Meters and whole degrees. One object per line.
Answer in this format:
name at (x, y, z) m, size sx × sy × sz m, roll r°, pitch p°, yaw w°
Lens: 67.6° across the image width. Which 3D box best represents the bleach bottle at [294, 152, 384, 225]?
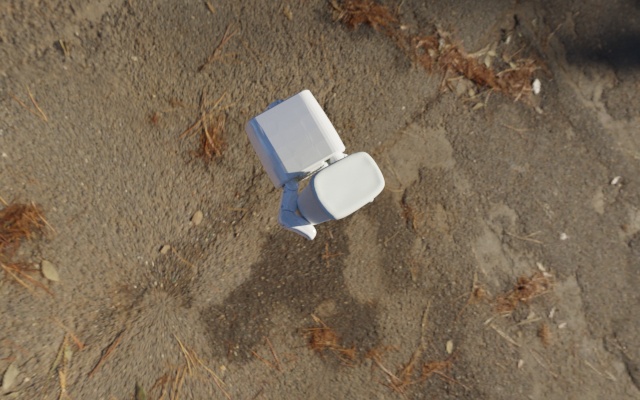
bleach bottle at (0.000, 0.002, 0.720) m, size 0.102 × 0.068 × 0.251 m, roll -30°, pitch -1°, yaw -21°
